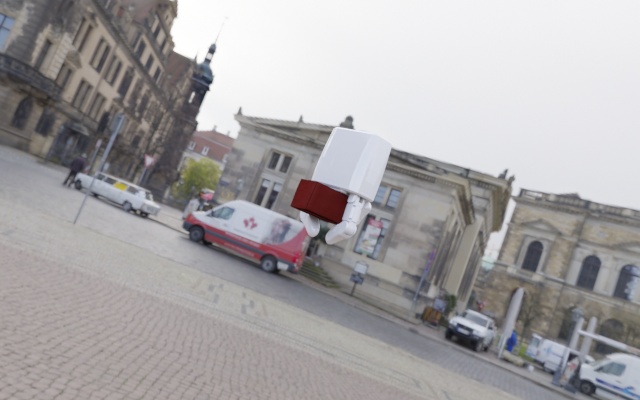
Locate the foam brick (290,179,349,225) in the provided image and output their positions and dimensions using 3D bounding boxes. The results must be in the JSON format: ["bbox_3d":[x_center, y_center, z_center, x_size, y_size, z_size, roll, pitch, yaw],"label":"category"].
[{"bbox_3d":[0.000,0.003,0.792,0.078,0.051,0.053,25,-6,-34],"label":"foam brick"}]
